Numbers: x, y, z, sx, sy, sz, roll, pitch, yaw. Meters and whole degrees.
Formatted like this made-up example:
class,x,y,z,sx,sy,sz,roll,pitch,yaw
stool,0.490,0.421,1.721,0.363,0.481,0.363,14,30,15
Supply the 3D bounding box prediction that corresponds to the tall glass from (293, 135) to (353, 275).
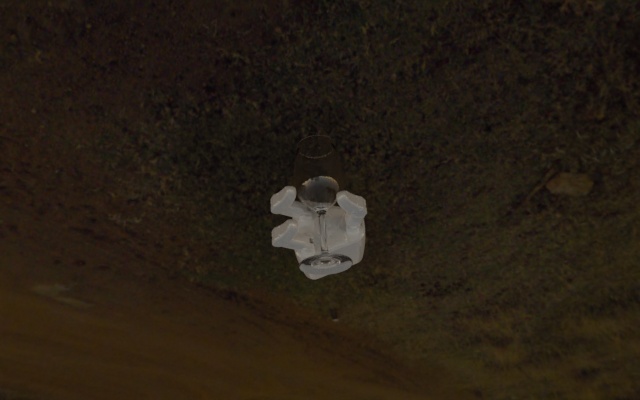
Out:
class,x,y,z,sx,sy,sz,roll,pitch,yaw
tall glass,0.000,0.003,0.701,0.079,0.201,0.079,-4,-29,-2
